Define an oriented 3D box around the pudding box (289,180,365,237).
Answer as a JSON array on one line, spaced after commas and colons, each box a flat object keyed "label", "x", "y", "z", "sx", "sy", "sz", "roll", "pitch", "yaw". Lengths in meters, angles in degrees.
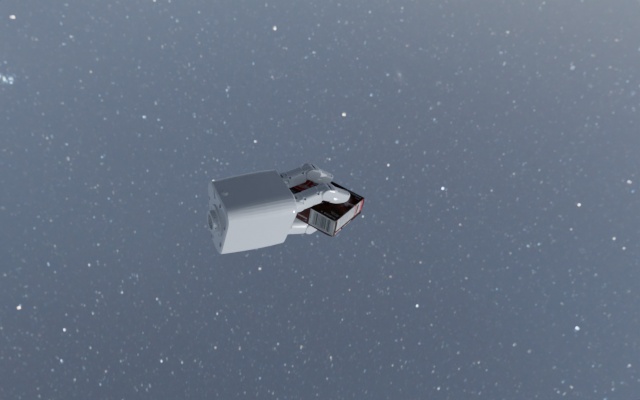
[{"label": "pudding box", "x": 0.000, "y": 0.003, "z": 0.773, "sx": 0.113, "sy": 0.039, "sz": 0.090, "roll": 30, "pitch": 40, "yaw": 21}]
